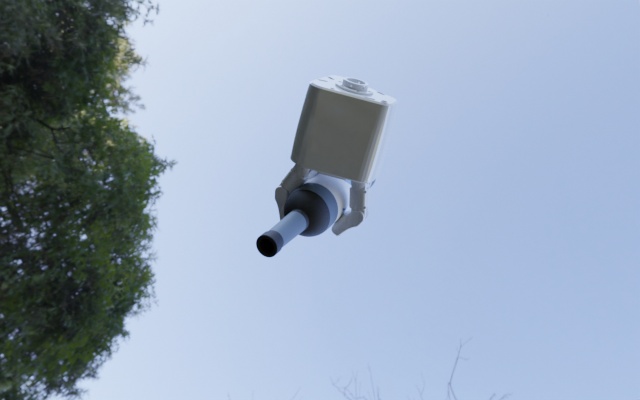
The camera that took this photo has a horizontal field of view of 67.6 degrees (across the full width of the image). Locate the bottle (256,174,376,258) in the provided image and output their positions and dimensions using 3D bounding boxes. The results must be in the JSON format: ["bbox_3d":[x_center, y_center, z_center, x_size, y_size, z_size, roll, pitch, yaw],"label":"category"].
[{"bbox_3d":[0.000,0.002,0.650,0.069,0.069,0.295,0,19,25],"label":"bottle"}]
